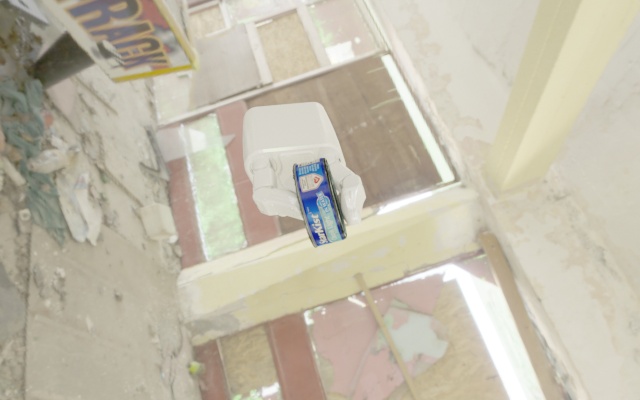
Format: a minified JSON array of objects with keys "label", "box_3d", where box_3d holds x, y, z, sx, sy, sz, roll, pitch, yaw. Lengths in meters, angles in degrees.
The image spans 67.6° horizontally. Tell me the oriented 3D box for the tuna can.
[{"label":"tuna can","box_3d":[0.001,0.001,0.474,0.034,0.086,0.086,-15,-1,5]}]
